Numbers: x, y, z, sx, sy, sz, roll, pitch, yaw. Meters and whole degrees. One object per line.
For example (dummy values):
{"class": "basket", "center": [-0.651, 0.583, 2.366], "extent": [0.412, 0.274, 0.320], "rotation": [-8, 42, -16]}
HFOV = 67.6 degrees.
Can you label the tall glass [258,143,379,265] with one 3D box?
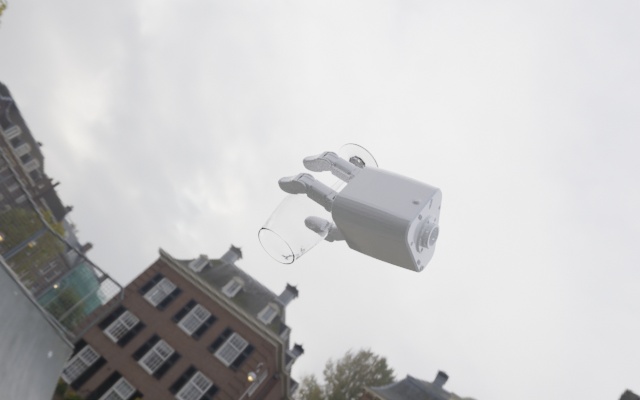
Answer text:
{"class": "tall glass", "center": [0.000, 0.002, 0.677], "extent": [0.079, 0.079, 0.201], "rotation": [0, 36, 47]}
